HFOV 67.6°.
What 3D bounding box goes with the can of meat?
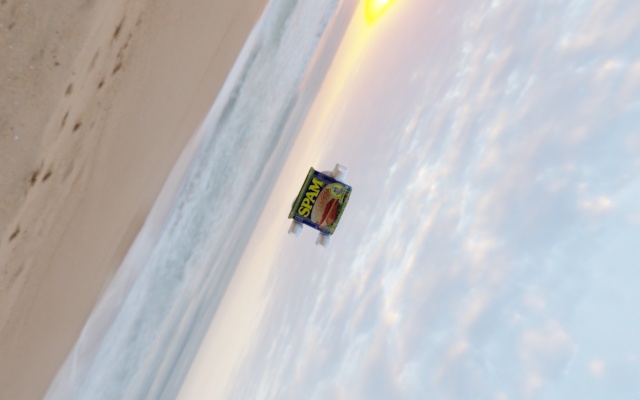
[{"bbox_3d":[0.000,0.003,0.854,0.084,0.102,0.057,25,0,-6],"label":"can of meat"}]
